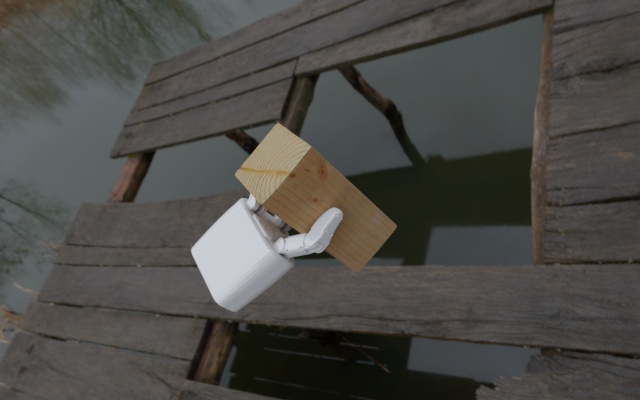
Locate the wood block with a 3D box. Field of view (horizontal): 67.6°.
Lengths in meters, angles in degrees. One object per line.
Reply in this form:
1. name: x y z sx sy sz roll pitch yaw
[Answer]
1. wood block: 0.000 0.002 0.640 0.206 0.090 0.090 39 2 -42
